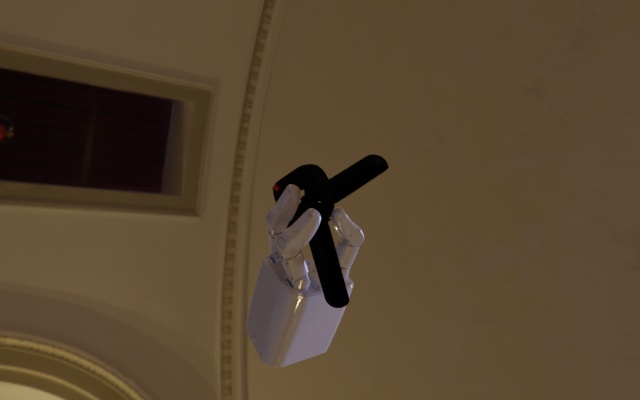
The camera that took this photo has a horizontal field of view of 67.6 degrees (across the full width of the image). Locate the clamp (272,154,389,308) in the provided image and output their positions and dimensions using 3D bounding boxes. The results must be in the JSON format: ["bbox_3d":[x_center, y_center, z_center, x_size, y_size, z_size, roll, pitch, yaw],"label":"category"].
[{"bbox_3d":[0.000,0.002,0.560,0.036,0.164,0.210,11,17,-31],"label":"clamp"}]
